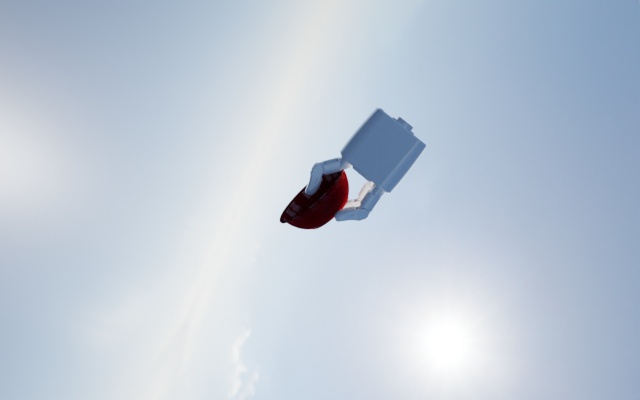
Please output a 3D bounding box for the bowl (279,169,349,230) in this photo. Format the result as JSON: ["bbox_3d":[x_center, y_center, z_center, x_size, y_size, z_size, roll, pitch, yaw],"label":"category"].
[{"bbox_3d":[-0.001,0.004,0.892,0.162,0.055,0.162,-39,14,12],"label":"bowl"}]
